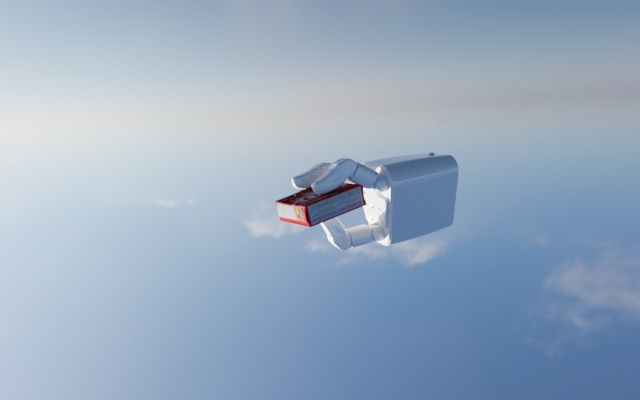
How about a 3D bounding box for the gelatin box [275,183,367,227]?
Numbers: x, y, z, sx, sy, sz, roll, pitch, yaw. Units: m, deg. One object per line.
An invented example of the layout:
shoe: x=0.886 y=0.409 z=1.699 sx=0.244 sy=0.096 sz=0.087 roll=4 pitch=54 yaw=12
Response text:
gelatin box: x=0.000 y=0.002 z=0.596 sx=0.089 sy=0.030 sz=0.073 roll=-22 pitch=16 yaw=-30
